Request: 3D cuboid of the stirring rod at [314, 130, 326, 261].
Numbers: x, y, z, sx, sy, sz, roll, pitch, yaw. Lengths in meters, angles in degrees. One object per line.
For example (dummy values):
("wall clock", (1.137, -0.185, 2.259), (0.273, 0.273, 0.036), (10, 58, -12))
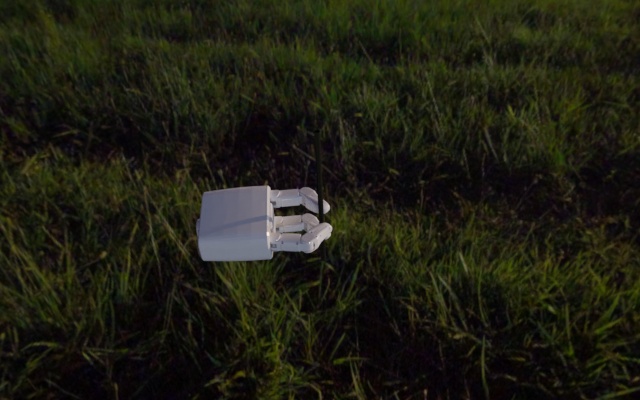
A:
("stirring rod", (0.000, 0.002, 0.711), (0.011, 0.240, 0.011), (-2, 38, 1))
